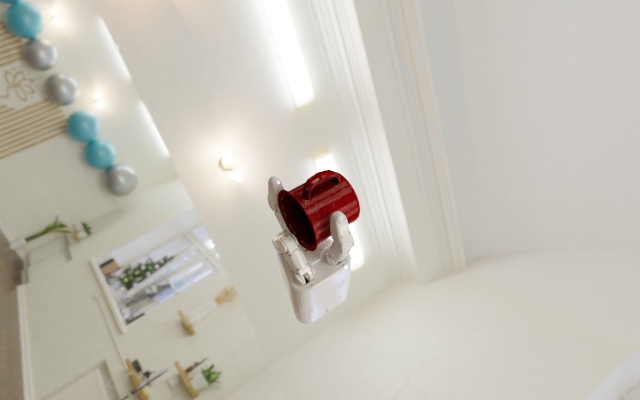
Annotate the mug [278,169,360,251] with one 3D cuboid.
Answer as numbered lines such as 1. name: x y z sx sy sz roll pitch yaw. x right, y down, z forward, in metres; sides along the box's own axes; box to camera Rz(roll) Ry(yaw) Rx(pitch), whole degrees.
1. mug: 0.000 0.001 0.647 0.081 0.117 0.093 -29 55 -23
